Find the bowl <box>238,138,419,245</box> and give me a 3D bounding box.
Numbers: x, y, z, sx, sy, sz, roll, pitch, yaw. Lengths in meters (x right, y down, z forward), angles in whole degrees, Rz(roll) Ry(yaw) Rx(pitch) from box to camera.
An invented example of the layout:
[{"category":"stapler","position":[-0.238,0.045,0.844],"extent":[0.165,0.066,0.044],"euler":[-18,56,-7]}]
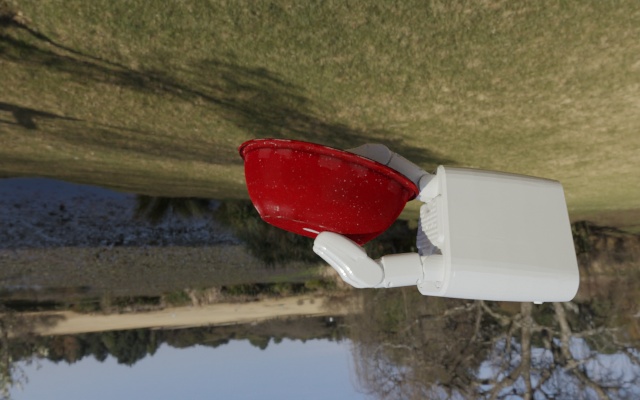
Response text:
[{"category":"bowl","position":[-0.001,0.002,0.416],"extent":[0.162,0.055,0.162],"euler":[14,-10,3]}]
